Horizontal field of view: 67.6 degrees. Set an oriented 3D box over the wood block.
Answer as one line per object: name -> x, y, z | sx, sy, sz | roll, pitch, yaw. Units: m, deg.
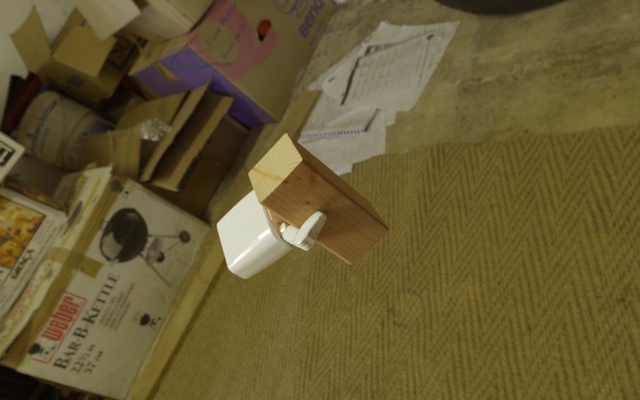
wood block -> 0.000, 0.003, 0.744 | 0.206, 0.090, 0.090 | 37, 15, -35
